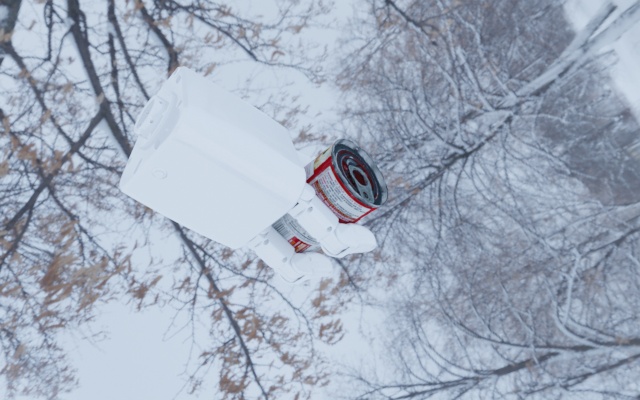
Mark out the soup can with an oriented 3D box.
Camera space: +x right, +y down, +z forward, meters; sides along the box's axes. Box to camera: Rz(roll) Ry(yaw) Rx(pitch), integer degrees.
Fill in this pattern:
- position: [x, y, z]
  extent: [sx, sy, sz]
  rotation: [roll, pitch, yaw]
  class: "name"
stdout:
- position: [0.000, 0.002, 0.429]
  extent: [0.102, 0.068, 0.068]
  rotation: [-37, -21, 31]
  class: "soup can"
